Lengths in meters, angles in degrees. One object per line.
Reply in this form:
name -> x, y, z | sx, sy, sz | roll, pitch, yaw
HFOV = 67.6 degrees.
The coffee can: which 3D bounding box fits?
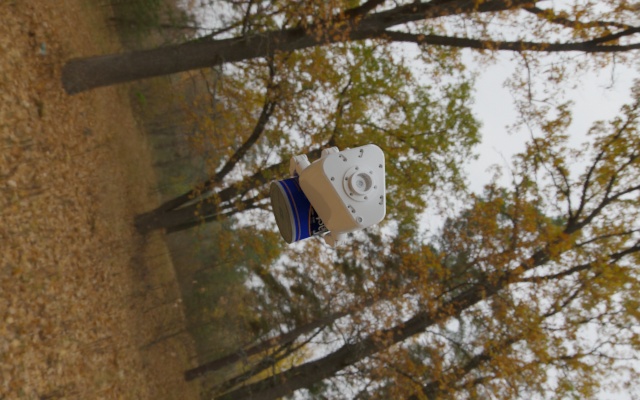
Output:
coffee can -> 0.000, 0.003, 0.776 | 0.140, 0.103, 0.103 | -16, 5, -18
